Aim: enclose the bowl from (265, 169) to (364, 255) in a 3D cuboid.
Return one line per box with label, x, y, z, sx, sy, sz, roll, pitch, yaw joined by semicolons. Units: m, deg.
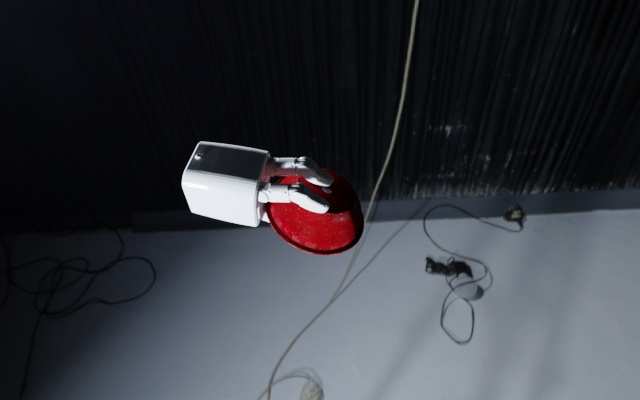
bowl;0.002;0.002;0.728;0.162;0.162;0.055;0;-40;-23
